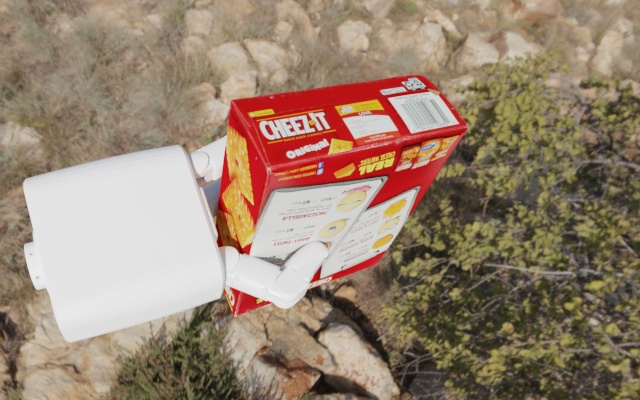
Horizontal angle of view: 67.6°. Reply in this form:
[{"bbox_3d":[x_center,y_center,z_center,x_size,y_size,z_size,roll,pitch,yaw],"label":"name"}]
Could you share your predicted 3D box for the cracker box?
[{"bbox_3d":[0.000,0.001,0.406,0.164,0.072,0.214,-15,-30,-26],"label":"cracker box"}]
